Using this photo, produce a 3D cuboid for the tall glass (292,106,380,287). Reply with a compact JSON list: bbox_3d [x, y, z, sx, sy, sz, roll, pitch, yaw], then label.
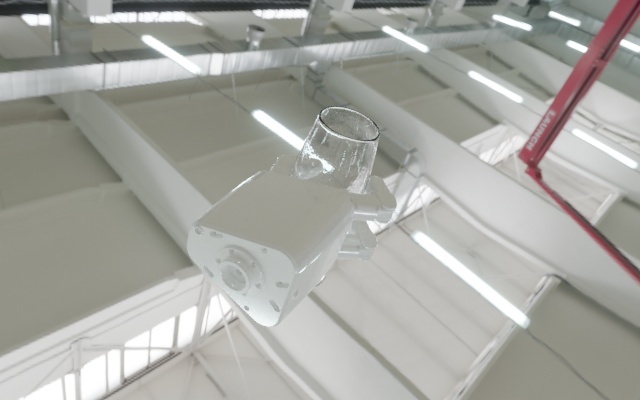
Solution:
[{"bbox_3d":[0.000,0.002,0.513,0.079,0.201,0.079,13,36,-10],"label":"tall glass"}]
